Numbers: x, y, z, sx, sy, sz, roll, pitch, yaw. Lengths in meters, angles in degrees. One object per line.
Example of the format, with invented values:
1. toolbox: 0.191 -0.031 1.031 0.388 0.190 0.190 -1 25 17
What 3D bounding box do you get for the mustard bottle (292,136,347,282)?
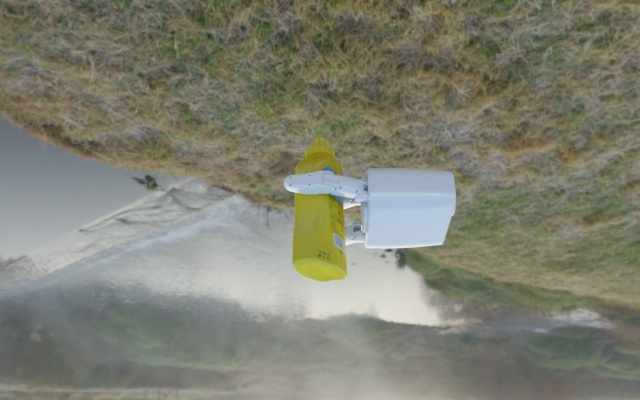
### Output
1. mustard bottle: 0.000 0.002 0.620 0.058 0.191 0.096 -11 -27 23
